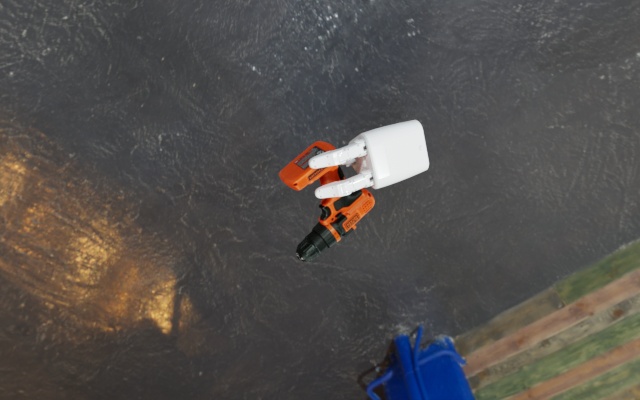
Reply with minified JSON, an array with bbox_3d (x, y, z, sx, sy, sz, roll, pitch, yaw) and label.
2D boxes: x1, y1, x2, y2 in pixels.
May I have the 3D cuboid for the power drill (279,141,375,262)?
[{"bbox_3d":[0.000,0.002,0.857,0.057,0.184,0.188,33,-20,45],"label":"power drill"}]
